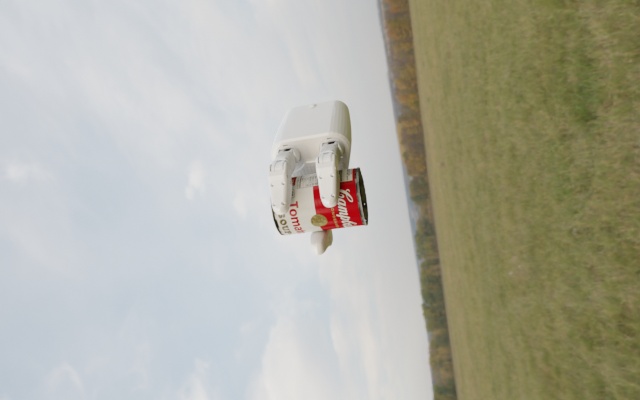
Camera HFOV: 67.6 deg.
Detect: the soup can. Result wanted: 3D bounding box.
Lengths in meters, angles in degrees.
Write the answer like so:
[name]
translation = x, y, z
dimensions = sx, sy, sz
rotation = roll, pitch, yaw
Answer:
[soup can]
translation = 0.000, 0.002, 0.556
dimensions = 0.102, 0.068, 0.068
rotation = -8, -2, 10
